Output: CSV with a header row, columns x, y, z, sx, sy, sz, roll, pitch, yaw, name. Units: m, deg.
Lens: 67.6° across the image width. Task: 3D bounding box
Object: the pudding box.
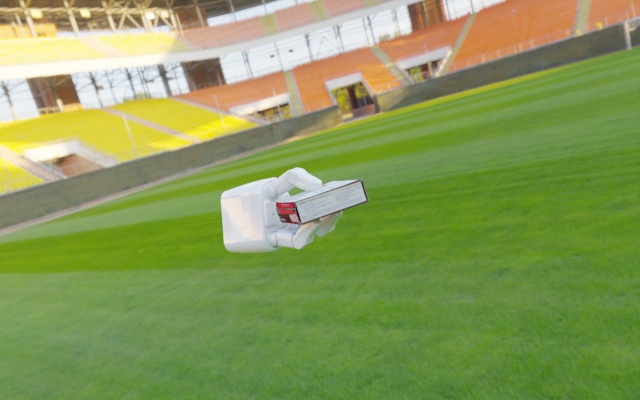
x,y,z,sx,sy,sz,roll,pitch,yaw,name
0.000,0.002,0.705,0.113,0.039,0.090,-21,9,-21,pudding box
